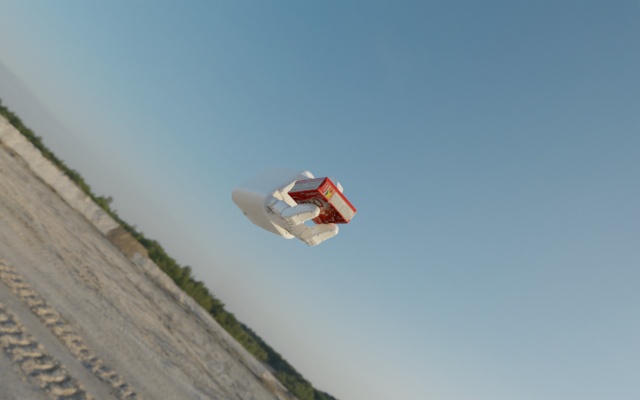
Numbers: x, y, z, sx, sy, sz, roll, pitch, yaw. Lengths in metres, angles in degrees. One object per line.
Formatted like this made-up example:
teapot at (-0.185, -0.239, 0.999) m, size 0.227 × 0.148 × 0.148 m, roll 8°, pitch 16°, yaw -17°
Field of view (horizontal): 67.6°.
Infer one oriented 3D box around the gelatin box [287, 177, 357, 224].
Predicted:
gelatin box at (0.001, 0.002, 0.721) m, size 0.073 × 0.030 × 0.089 m, roll 48°, pitch -27°, yaw -23°
